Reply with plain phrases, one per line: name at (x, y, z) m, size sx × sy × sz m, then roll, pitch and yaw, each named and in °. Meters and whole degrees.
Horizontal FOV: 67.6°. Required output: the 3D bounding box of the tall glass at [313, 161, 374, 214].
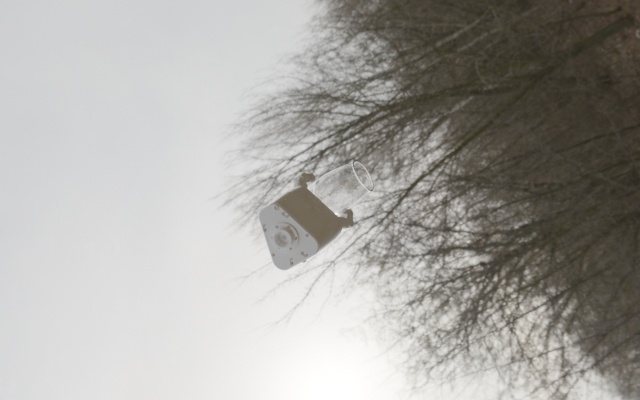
tall glass at (0.000, 0.003, 0.886) m, size 0.201 × 0.079 × 0.079 m, roll -32°, pitch -15°, yaw 25°
